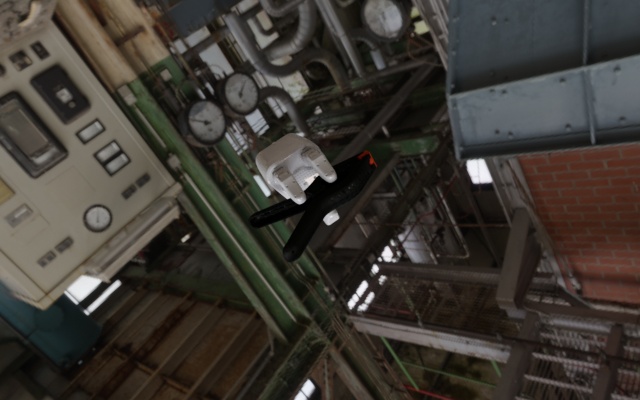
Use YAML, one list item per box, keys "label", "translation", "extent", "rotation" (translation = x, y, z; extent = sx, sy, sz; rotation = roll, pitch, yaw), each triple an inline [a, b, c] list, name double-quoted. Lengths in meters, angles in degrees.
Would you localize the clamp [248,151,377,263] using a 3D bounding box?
- label: "clamp"
  translation: [0.001, 0.003, 0.693]
  extent: [0.210, 0.036, 0.164]
  rotation: [-35, 28, -6]
